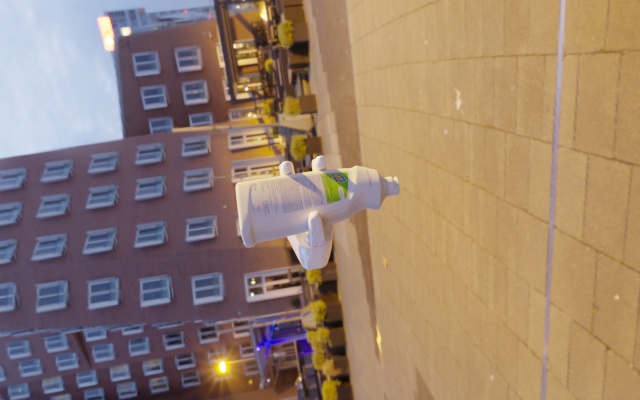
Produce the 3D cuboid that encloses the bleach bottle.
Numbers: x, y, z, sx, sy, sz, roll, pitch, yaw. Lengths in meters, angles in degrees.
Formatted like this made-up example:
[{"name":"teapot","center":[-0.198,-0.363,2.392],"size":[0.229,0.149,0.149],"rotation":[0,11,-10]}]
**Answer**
[{"name":"bleach bottle","center":[0.000,0.002,0.744],"size":[0.251,0.102,0.068],"rotation":[-9,-28,-5]}]
